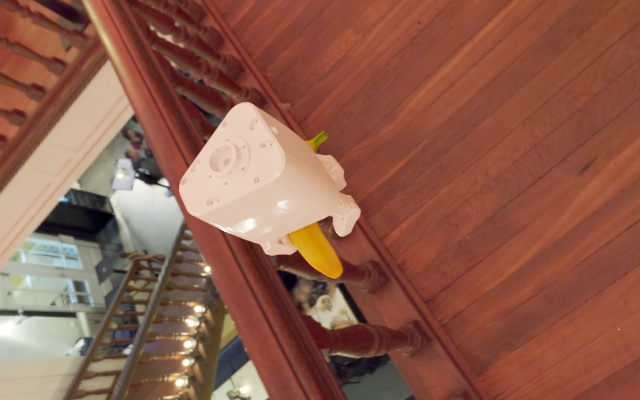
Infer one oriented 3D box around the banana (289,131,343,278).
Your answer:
[{"bbox_3d":[-0.018,0.003,0.588,0.069,0.197,0.037,-14,-24,17],"label":"banana"}]
